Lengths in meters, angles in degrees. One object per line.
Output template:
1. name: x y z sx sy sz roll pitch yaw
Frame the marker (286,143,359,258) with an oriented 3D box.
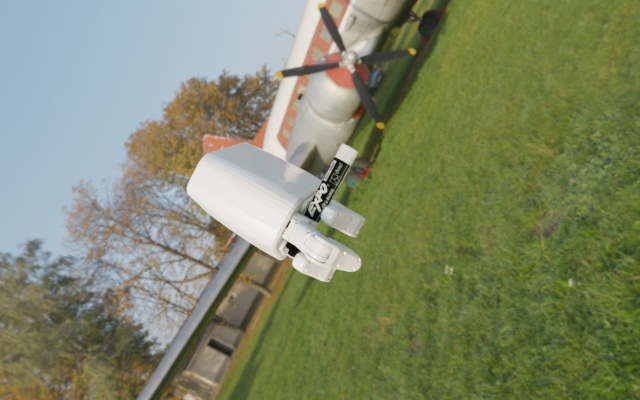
1. marker: 0.000 0.002 0.466 0.020 0.121 0.020 29 4 -2
